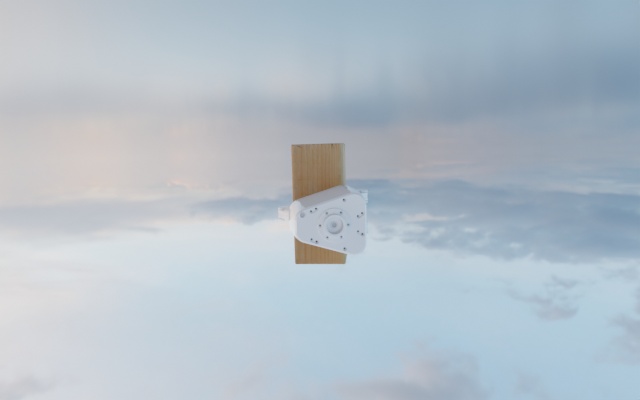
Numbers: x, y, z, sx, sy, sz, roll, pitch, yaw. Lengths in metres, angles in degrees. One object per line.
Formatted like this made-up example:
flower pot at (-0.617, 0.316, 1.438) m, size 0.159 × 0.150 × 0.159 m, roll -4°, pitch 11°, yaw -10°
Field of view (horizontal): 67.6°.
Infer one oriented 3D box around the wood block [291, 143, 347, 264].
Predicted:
wood block at (0.000, 0.003, 0.852) m, size 0.091 × 0.206 × 0.090 m, roll -1°, pitch 6°, yaw 5°
